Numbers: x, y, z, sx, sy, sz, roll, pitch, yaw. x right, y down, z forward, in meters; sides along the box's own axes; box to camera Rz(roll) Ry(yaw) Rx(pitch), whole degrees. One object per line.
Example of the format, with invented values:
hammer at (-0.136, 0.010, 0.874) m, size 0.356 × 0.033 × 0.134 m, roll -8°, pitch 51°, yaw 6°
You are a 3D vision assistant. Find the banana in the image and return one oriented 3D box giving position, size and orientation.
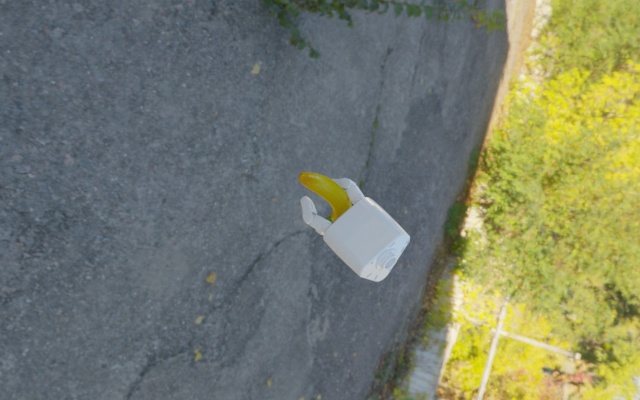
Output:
banana at (0.019, -0.001, 0.898) m, size 0.069 × 0.037 × 0.198 m, roll -17°, pitch -32°, yaw 7°
